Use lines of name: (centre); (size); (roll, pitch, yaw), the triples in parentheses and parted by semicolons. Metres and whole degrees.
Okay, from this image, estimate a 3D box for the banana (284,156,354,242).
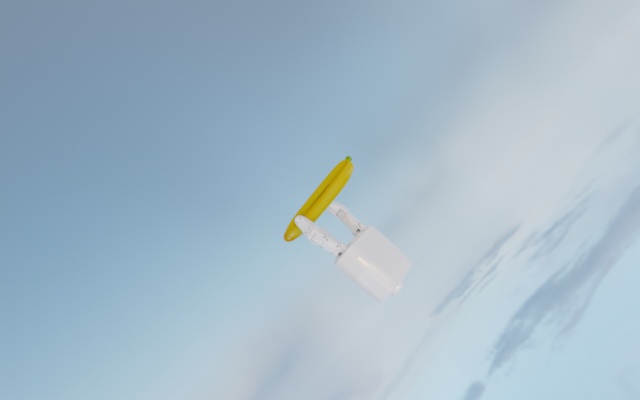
banana: (0.002, -0.002, 0.852); (0.037, 0.198, 0.069); (39, -6, 5)
